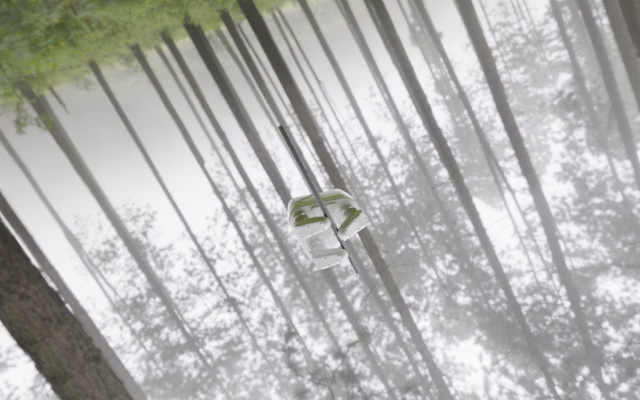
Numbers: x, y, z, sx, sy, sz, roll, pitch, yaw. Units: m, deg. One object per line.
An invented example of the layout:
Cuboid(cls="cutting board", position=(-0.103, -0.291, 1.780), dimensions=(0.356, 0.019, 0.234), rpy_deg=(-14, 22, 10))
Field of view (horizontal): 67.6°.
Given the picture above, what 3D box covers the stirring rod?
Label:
Cuboid(cls="stirring rod", position=(0.000, 0.002, 0.674), dimensions=(0.011, 0.239, 0.011), rpy_deg=(-27, 13, 6))
